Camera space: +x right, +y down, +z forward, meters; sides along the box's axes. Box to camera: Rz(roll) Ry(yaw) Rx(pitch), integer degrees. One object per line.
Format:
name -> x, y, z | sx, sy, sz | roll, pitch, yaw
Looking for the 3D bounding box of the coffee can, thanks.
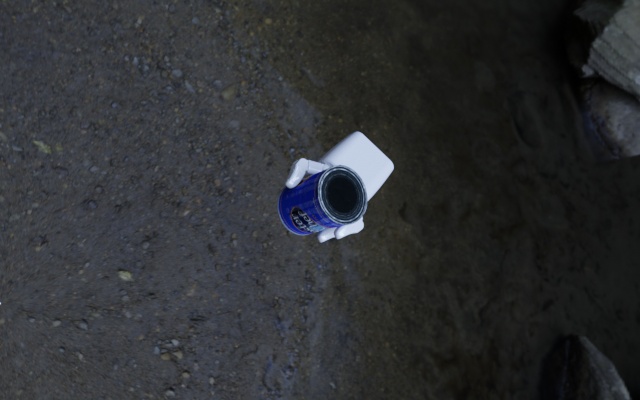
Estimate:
coffee can -> 0.000, 0.003, 0.848 | 0.103, 0.103, 0.140 | 0, -10, -34
